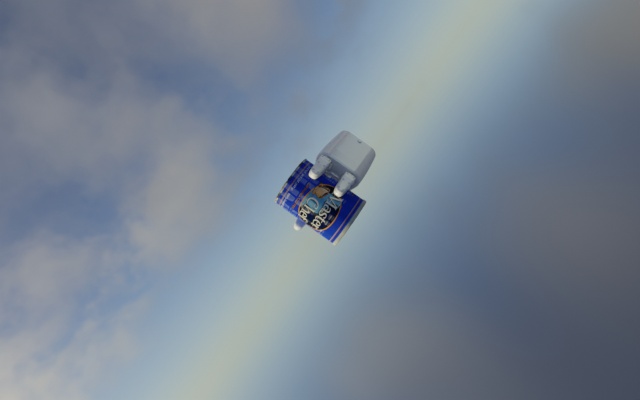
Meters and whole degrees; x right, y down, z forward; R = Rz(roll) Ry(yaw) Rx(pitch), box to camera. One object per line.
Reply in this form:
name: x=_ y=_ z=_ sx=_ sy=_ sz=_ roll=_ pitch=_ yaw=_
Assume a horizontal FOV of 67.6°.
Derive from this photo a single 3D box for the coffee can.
coffee can: x=0.000 y=0.003 z=0.898 sx=0.140 sy=0.103 sz=0.103 roll=35 pitch=1 yaw=2
